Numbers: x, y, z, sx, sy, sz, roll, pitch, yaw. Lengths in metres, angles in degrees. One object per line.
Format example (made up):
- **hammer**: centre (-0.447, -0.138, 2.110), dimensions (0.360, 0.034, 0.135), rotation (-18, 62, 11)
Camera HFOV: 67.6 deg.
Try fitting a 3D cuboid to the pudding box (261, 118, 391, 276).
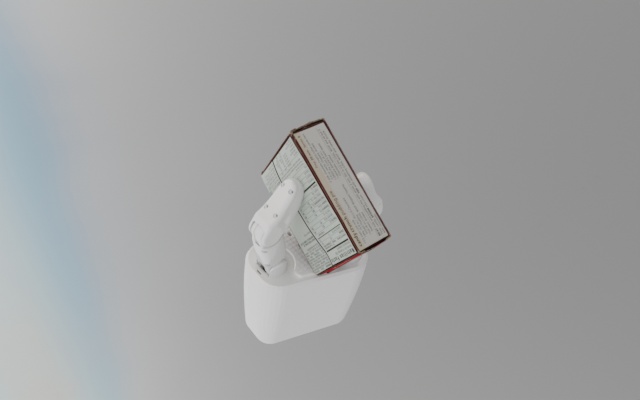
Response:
- **pudding box**: centre (0.000, 0.001, 0.408), dimensions (0.039, 0.113, 0.090), rotation (-28, -6, -30)
